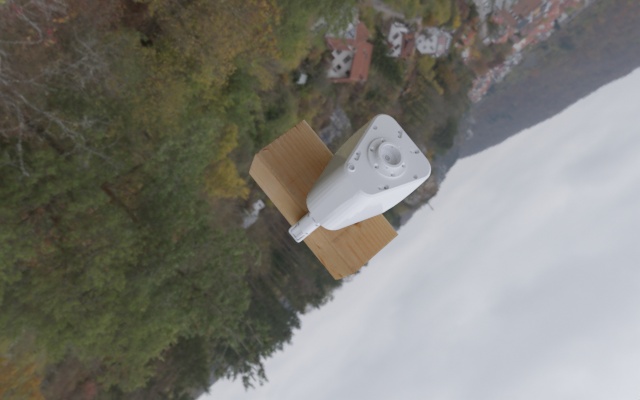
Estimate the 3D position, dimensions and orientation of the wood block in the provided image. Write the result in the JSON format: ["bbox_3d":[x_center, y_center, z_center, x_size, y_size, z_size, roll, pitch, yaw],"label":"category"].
[{"bbox_3d":[0.000,0.002,0.683,0.091,0.206,0.090,-38,-2,-20],"label":"wood block"}]
